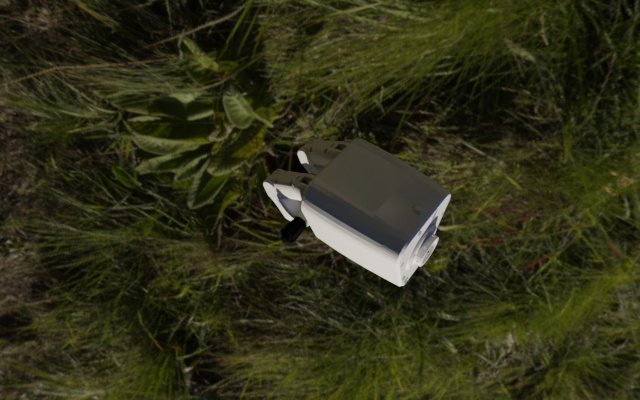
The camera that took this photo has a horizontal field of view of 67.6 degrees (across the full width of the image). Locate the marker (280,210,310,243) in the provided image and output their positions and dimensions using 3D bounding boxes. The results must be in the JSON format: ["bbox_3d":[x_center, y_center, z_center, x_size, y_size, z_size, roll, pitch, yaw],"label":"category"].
[{"bbox_3d":[0.000,0.002,0.507,0.121,0.020,0.020,-46,26,-28],"label":"marker"}]
